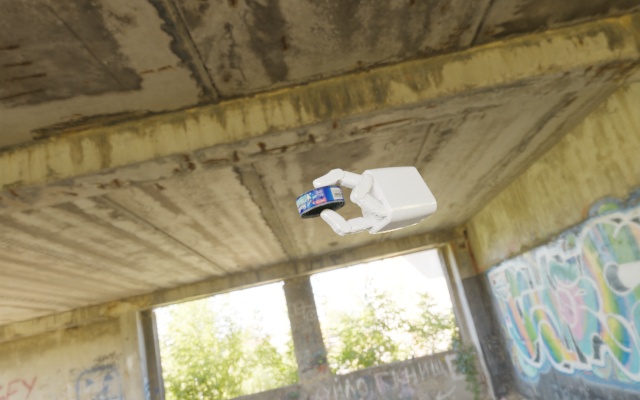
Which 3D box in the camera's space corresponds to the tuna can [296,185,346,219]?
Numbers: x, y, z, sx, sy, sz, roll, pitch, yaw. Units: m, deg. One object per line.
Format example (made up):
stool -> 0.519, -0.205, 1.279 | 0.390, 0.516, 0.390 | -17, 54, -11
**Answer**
tuna can -> 0.000, 0.002, 0.861 | 0.086, 0.033, 0.086 | -17, -13, -4
